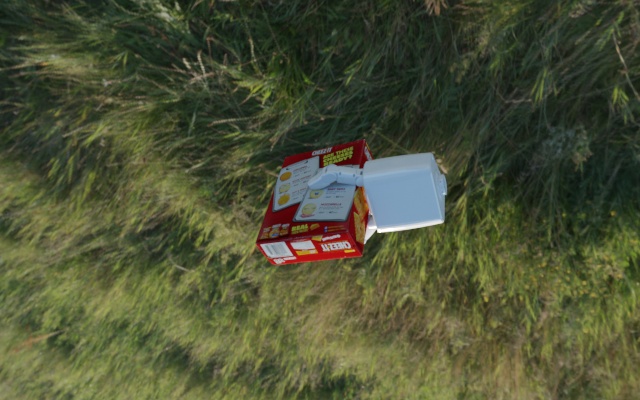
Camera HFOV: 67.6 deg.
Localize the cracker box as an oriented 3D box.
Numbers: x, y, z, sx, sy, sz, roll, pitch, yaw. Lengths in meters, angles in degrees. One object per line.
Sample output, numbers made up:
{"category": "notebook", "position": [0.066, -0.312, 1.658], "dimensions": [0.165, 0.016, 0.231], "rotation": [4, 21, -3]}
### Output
{"category": "cracker box", "position": [0.000, 0.003, 0.814], "dimensions": [0.164, 0.213, 0.072], "rotation": [-10, -48, 24]}
